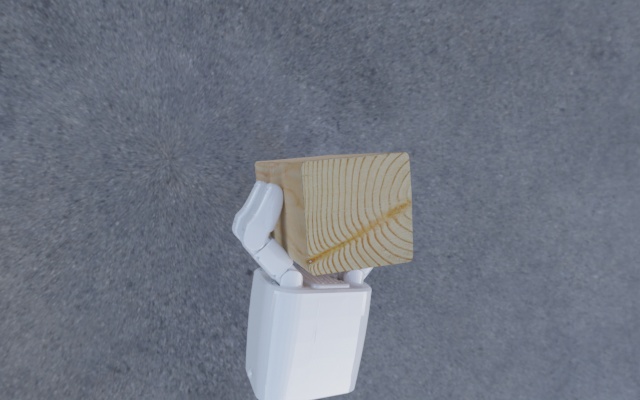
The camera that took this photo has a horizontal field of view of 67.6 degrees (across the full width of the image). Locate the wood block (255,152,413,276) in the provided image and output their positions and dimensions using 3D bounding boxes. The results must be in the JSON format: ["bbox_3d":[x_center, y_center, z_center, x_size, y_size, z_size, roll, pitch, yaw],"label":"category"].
[{"bbox_3d":[0.000,0.002,0.464,0.091,0.090,0.206,-6,6,-17],"label":"wood block"}]
